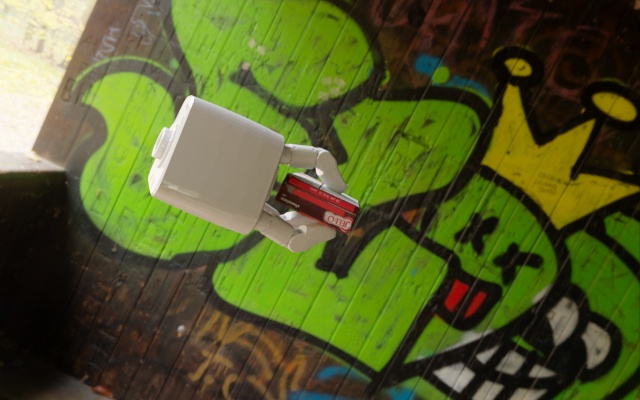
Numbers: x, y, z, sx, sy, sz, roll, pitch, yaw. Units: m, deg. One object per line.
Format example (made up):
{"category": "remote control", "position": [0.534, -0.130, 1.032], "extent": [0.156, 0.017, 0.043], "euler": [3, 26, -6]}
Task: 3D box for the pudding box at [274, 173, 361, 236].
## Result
{"category": "pudding box", "position": [0.000, 0.002, 0.560], "extent": [0.090, 0.039, 0.113], "euler": [26, 6, 2]}
